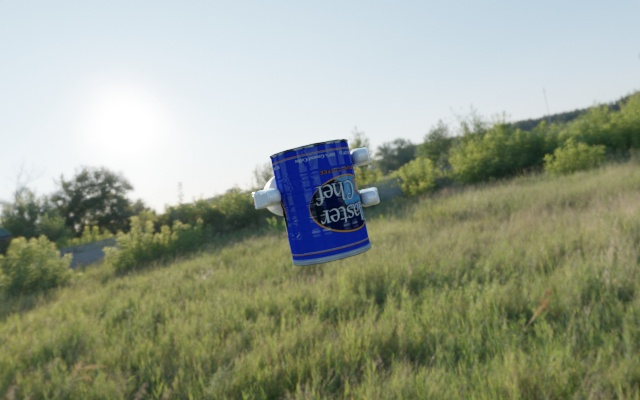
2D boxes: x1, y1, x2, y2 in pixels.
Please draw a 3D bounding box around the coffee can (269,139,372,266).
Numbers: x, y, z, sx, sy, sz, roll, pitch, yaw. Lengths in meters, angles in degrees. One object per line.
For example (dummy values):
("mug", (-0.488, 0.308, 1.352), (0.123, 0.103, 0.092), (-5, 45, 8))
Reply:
("coffee can", (0.000, 0.002, 0.606), (0.103, 0.140, 0.103), (-12, 1, 0))
